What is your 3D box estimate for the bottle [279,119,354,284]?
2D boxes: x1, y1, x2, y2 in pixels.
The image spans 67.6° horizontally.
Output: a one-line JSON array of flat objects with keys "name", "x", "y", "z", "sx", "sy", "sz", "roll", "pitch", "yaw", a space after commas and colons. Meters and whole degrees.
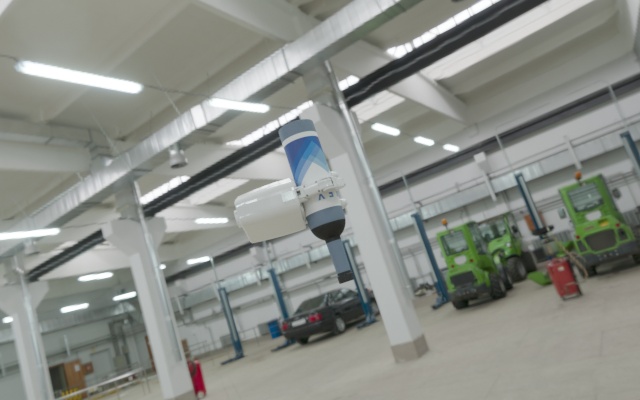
[{"name": "bottle", "x": 0.000, "y": 0.003, "z": 0.850, "sx": 0.069, "sy": 0.295, "sz": 0.069, "roll": -18, "pitch": -10, "yaw": -3}]
